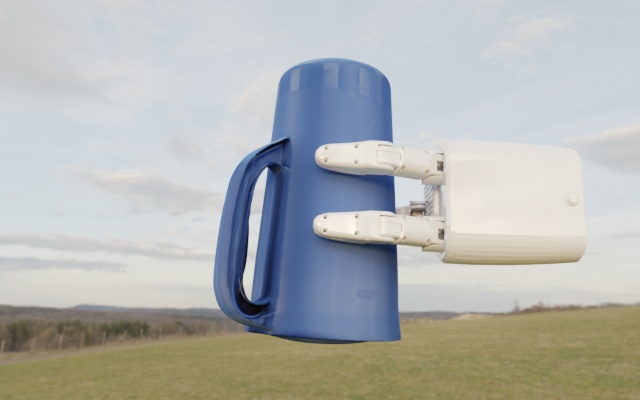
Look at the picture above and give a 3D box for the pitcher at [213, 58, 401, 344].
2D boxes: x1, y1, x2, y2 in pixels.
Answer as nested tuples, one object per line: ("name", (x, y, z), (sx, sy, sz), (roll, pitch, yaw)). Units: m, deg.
("pitcher", (0.000, 0.001, 0.425), (0.145, 0.242, 0.149), (2, -12, 5))
